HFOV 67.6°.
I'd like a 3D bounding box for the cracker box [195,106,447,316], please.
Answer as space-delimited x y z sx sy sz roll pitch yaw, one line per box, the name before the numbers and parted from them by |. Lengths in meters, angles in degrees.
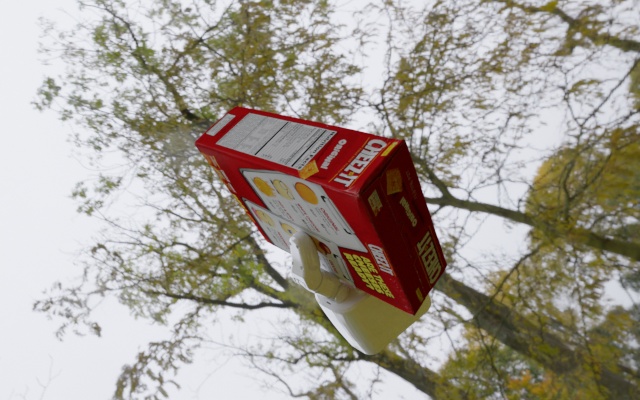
cracker box | 0.000 0.002 0.458 0.213 0.072 0.164 19 -30 41
